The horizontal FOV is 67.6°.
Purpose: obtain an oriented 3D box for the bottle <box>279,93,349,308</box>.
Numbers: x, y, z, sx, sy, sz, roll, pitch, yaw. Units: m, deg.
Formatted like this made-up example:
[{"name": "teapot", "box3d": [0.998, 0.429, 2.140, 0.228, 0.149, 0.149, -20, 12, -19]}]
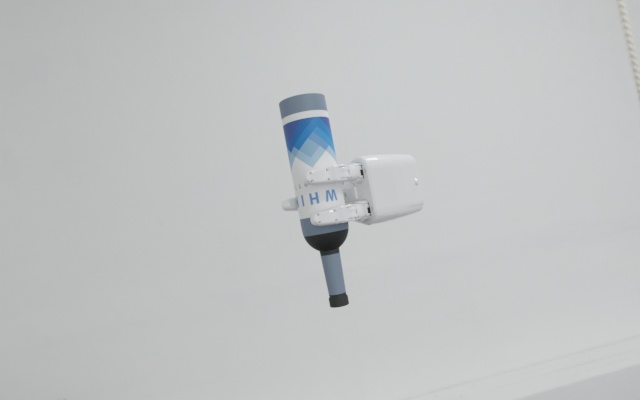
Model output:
[{"name": "bottle", "box3d": [0.000, 0.002, 0.672, 0.069, 0.295, 0.069, -10, -2, 0]}]
